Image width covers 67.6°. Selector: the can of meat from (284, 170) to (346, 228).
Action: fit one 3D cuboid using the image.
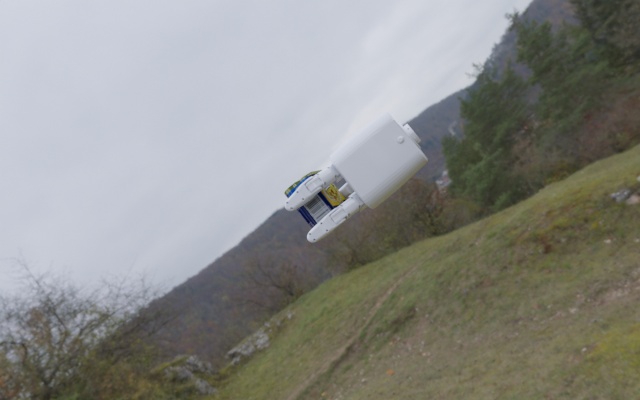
[{"bbox_3d":[0.000,0.002,0.728,0.057,0.084,0.102,-40,-6,17],"label":"can of meat"}]
